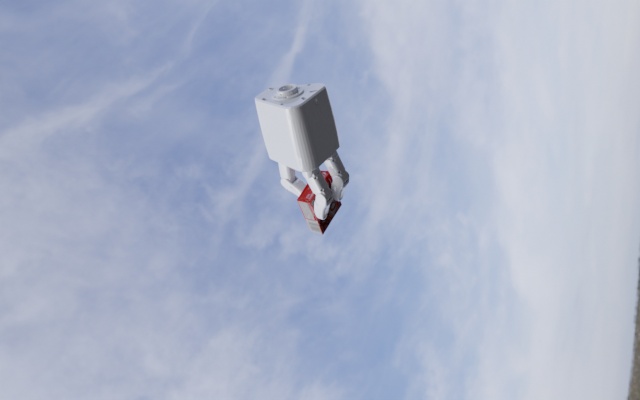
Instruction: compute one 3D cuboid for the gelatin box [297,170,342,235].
[{"bbox_3d":[0.000,0.003,0.819,0.030,0.073,0.089,14,-36,30],"label":"gelatin box"}]
